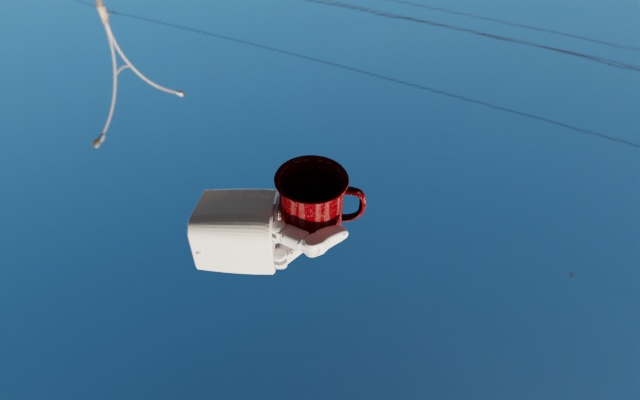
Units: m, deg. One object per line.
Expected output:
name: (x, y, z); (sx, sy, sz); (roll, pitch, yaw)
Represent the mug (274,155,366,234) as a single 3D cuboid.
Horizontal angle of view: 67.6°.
mug: (0.002, 0.002, 0.618); (0.117, 0.082, 0.093); (3, 44, 1)
